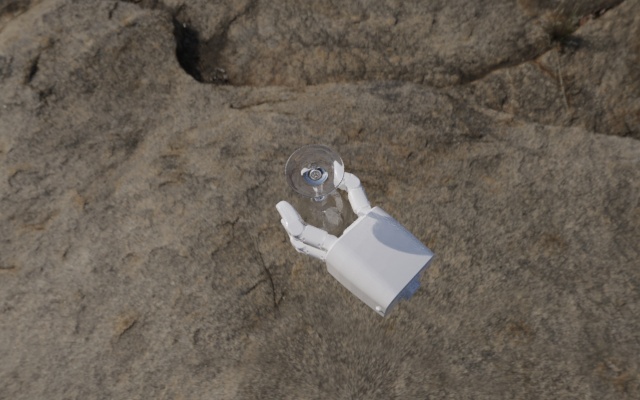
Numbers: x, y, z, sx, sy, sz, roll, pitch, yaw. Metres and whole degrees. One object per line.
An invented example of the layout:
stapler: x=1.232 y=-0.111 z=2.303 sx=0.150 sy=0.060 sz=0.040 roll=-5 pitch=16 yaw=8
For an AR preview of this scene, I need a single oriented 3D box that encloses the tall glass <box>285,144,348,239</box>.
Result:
tall glass: x=0.000 y=0.002 z=0.680 sx=0.079 sy=0.079 sz=0.201 roll=0 pitch=-23 yaw=4
